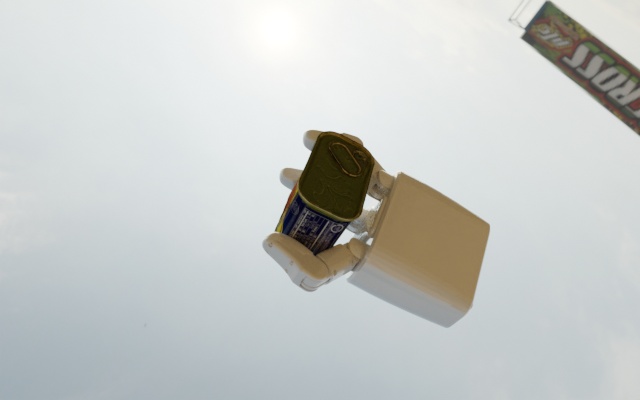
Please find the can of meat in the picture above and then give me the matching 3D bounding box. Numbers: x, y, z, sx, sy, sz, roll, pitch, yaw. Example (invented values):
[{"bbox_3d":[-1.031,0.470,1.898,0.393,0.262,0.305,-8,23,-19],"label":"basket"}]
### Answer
[{"bbox_3d":[0.000,0.002,0.431,0.057,0.102,0.084,26,-47,-6],"label":"can of meat"}]
